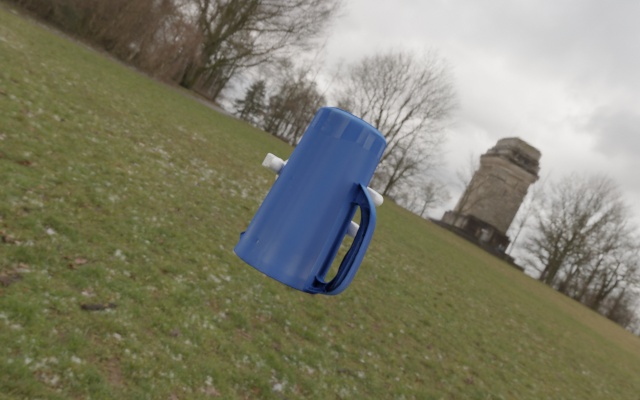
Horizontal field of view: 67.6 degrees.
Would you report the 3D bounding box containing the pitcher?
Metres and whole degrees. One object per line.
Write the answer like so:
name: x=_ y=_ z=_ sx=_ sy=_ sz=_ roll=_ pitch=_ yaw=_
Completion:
pitcher: x=0.000 y=0.002 z=0.662 sx=0.149 sy=0.243 sz=0.145 roll=28 pitch=0 yaw=-10
